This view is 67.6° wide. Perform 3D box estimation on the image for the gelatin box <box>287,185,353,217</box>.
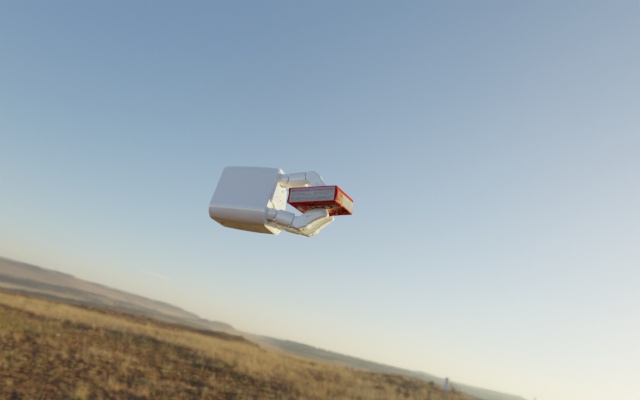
[{"bbox_3d":[0.000,0.002,0.789,0.089,0.030,0.073,-3,-21,25],"label":"gelatin box"}]
